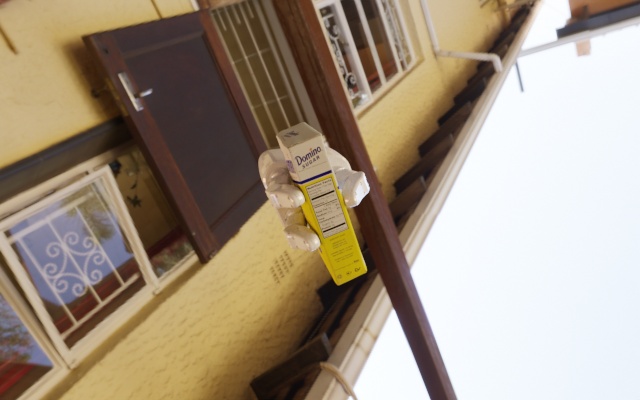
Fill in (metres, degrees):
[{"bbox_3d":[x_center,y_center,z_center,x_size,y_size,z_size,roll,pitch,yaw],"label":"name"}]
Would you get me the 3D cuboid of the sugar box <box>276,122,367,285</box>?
[{"bbox_3d":[0.000,0.002,0.563,0.048,0.176,0.093,-24,21,-5],"label":"sugar box"}]
